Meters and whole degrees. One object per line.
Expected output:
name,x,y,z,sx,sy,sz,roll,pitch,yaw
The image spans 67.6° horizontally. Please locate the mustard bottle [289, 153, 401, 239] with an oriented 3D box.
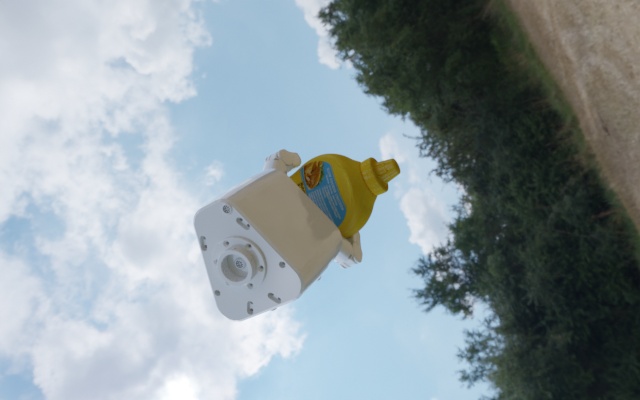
mustard bottle,0.000,0.002,0.534,0.192,0.096,0.058,-26,-18,23
